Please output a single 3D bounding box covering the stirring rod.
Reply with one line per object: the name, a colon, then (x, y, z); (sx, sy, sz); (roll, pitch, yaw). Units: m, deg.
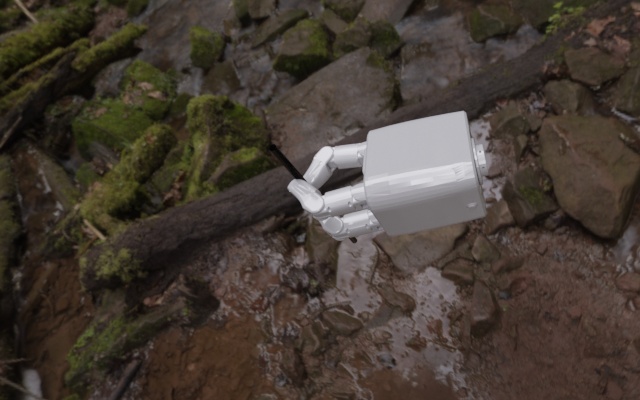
stirring rod: (0.000, 0.002, 0.569); (0.011, 0.011, 0.240); (0, -27, 26)
